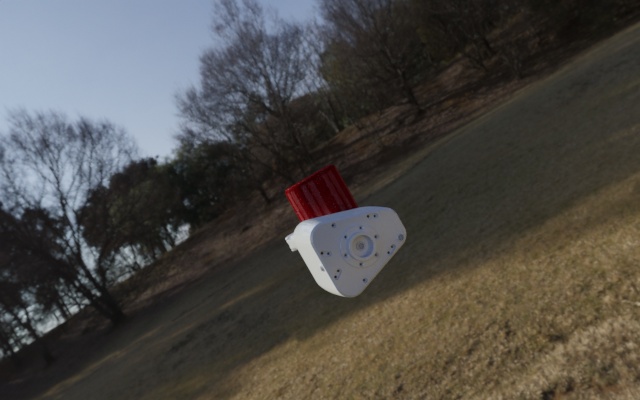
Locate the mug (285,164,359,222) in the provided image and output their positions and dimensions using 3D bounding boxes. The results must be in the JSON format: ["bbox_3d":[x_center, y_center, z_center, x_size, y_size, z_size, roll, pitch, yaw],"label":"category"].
[{"bbox_3d":[0.000,0.002,0.693,0.093,0.081,0.117,-30,4,-13],"label":"mug"}]
